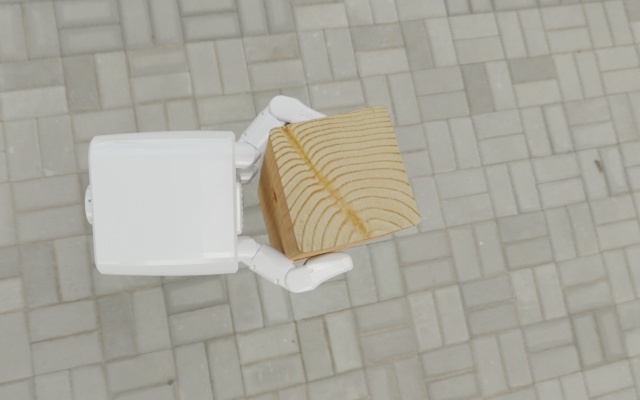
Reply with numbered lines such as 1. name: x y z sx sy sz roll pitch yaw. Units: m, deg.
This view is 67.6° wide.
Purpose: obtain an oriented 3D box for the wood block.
1. wood block: 0.000 0.002 0.425 0.090 0.091 0.206 -13 -7 -12
